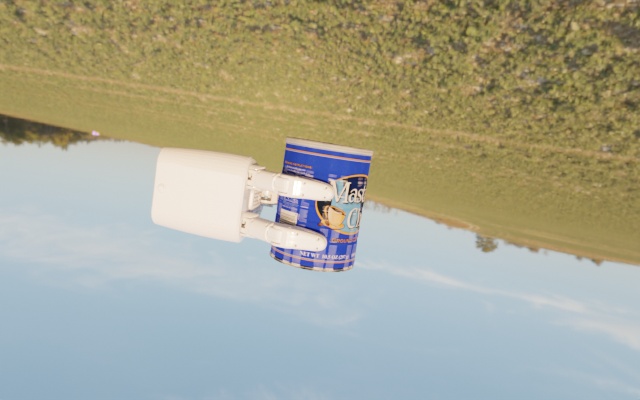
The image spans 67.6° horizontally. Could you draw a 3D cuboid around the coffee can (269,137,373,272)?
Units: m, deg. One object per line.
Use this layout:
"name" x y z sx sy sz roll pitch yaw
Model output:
"coffee can" 0.000 0.002 0.564 0.103 0.140 0.103 9 7 -1
